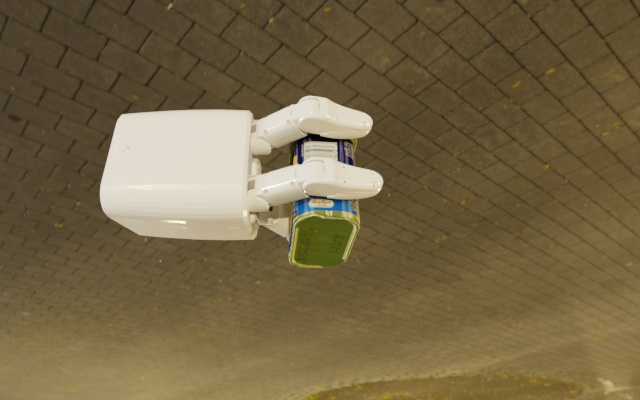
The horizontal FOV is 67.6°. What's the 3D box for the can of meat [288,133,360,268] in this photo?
[{"bbox_3d":[0.000,0.002,0.410,0.057,0.084,0.102,2,-31,-6],"label":"can of meat"}]
